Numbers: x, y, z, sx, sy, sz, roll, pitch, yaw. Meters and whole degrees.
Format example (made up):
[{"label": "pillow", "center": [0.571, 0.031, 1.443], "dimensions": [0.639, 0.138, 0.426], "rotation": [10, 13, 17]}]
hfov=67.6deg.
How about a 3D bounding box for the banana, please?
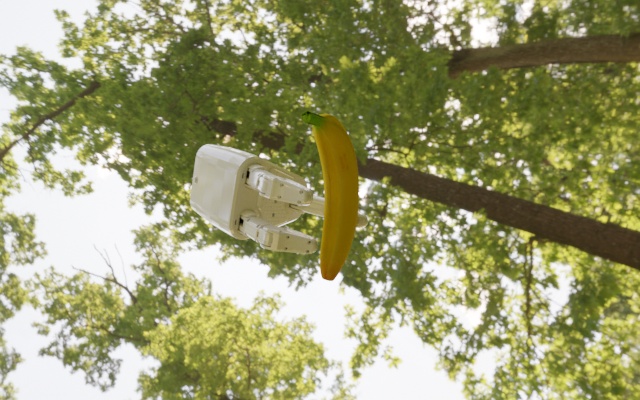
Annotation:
[{"label": "banana", "center": [0.013, -0.009, 0.503], "dimensions": [0.069, 0.198, 0.037], "rotation": [-31, 36, -35]}]
